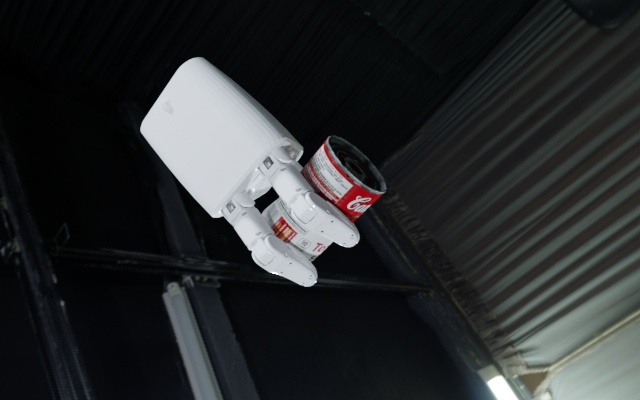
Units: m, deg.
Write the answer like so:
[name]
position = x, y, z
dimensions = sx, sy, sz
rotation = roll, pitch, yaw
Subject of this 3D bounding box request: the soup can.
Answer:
[soup can]
position = 0.000, 0.002, 0.431
dimensions = 0.102, 0.068, 0.068
rotation = -46, -22, 23
